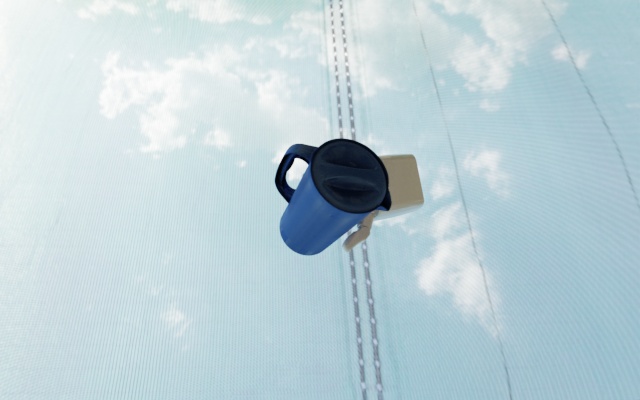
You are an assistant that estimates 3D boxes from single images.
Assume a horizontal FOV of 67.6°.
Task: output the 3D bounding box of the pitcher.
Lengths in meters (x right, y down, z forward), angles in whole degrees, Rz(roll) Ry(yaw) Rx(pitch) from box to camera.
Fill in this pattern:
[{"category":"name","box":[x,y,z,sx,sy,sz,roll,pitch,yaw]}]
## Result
[{"category":"pitcher","box":[0.000,0.003,0.832,0.145,0.149,0.243,-11,-21,-26]}]
